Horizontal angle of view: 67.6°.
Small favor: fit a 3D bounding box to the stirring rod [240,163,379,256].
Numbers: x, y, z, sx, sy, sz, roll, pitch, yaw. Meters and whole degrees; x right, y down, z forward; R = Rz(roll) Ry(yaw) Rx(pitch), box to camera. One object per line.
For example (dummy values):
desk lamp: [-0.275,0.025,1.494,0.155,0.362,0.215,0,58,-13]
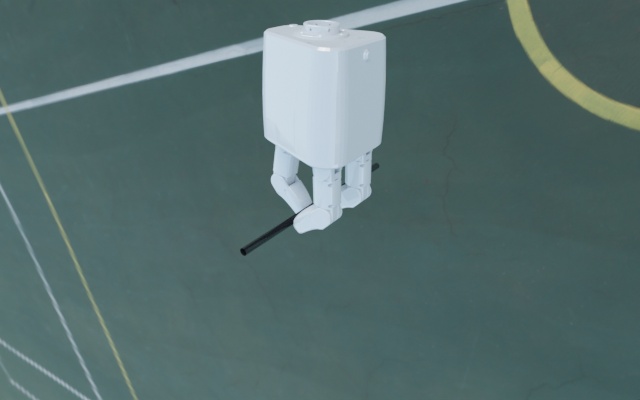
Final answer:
stirring rod: [0.000,0.002,0.530,0.011,0.011,0.239,0,23,41]
